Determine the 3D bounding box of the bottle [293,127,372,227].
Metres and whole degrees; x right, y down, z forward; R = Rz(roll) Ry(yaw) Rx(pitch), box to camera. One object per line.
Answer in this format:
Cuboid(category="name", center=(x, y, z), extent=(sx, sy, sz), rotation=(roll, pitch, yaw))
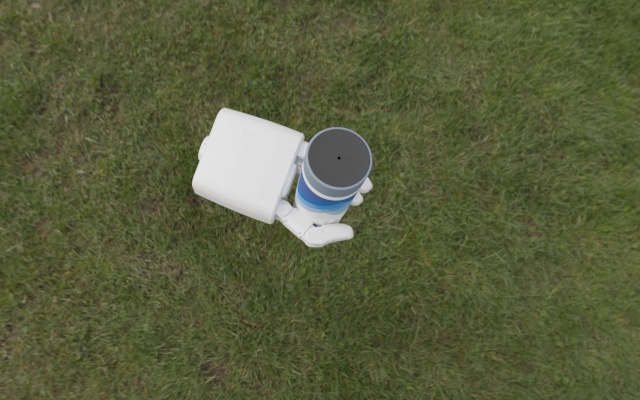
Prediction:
Cuboid(category="bottle", center=(0.000, 0.002, 0.604), extent=(0.069, 0.069, 0.296), rotation=(0, -17, -7))
